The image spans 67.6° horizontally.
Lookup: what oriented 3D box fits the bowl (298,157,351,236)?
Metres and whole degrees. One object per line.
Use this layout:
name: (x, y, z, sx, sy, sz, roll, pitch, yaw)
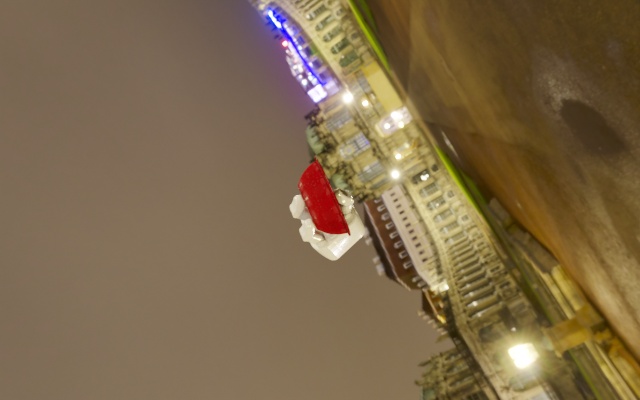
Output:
bowl: (-0.001, 0.002, 0.895, 0.055, 0.162, 0.162, -24, 1, -2)
